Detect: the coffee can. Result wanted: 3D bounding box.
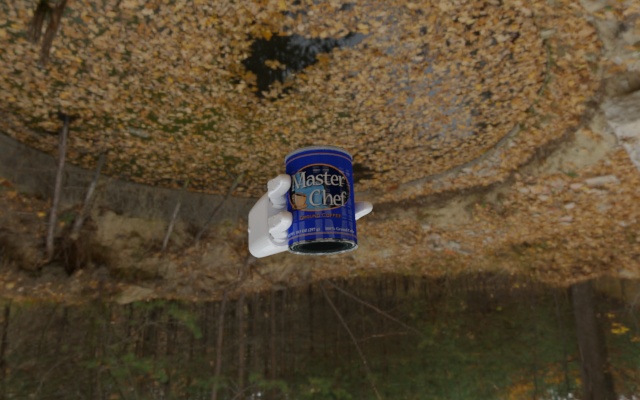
[{"bbox_3d":[0.000,0.002,0.705,0.103,0.140,0.103,-3,-17,-1],"label":"coffee can"}]
